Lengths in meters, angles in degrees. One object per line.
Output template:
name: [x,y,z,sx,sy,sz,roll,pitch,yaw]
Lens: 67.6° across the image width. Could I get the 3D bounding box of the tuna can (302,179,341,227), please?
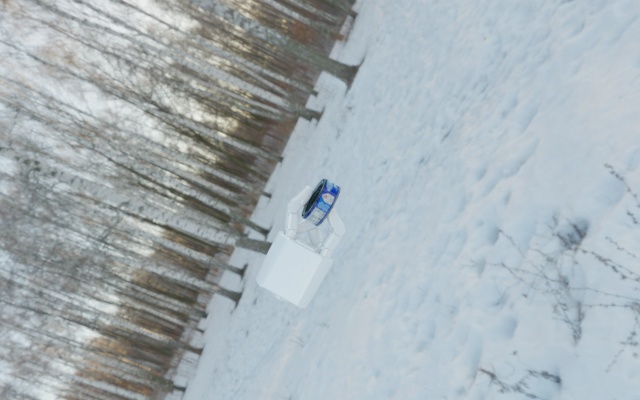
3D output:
tuna can: [0.000,0.003,0.880,0.034,0.086,0.086,31,-6,-11]
